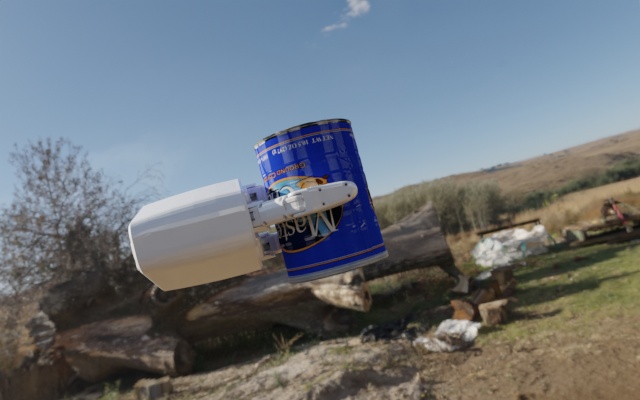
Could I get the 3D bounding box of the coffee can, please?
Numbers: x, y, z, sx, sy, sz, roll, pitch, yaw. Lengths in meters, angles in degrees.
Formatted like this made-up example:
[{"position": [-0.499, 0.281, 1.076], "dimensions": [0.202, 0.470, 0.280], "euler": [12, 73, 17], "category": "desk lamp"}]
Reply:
[{"position": [0.000, 0.002, 0.480], "dimensions": [0.103, 0.140, 0.103], "euler": [-15, -4, -1], "category": "coffee can"}]
